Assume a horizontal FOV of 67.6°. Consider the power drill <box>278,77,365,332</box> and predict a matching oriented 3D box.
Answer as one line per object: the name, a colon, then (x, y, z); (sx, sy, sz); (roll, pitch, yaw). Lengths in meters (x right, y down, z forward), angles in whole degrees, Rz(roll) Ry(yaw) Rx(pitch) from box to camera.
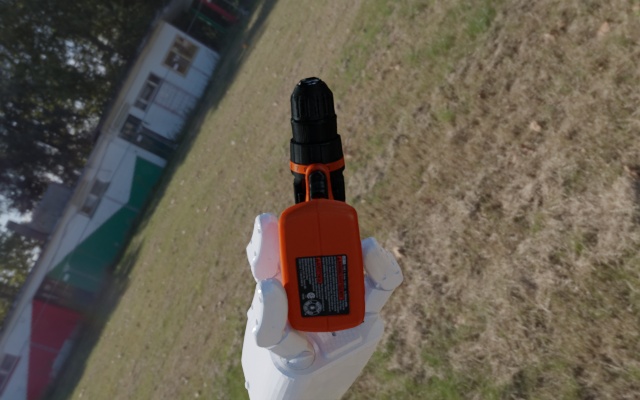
power drill: (0.000, 0.002, 0.400); (0.057, 0.184, 0.187); (-5, 23, 3)
